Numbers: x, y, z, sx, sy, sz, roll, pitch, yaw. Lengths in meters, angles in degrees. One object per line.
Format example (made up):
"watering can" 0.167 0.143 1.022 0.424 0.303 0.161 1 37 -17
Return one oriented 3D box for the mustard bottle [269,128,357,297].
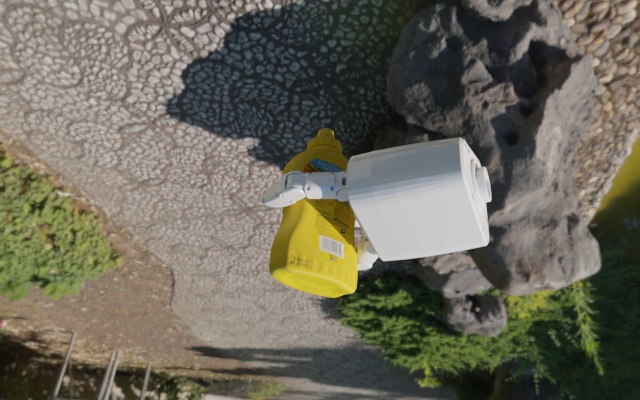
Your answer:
"mustard bottle" 0.000 0.002 0.523 0.096 0.191 0.058 24 -34 -32
